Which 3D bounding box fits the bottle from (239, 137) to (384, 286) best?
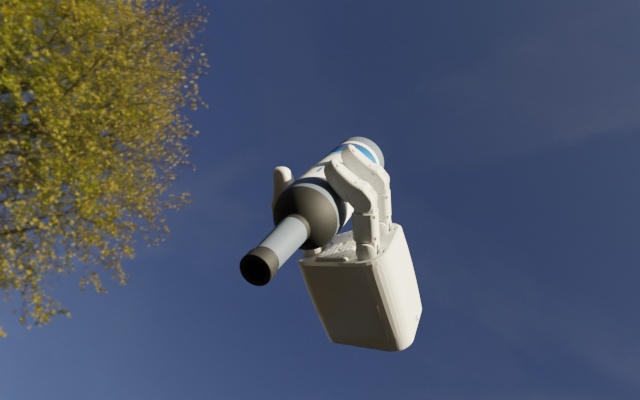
[{"bbox_3d":[0.000,0.001,0.490,0.069,0.069,0.295,0,21,21],"label":"bottle"}]
